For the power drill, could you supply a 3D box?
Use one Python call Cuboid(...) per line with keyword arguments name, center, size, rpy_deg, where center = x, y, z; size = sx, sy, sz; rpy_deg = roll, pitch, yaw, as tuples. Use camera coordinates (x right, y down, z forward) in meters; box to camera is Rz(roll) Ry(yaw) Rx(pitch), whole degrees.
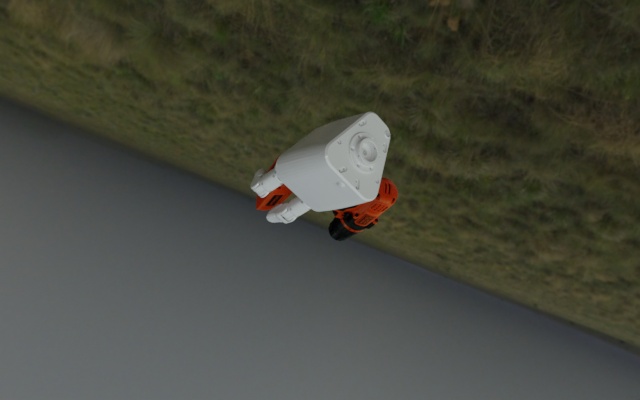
Cuboid(name="power drill", center=(0.000, 0.002, 0.742), size=(0.188, 0.057, 0.184), rpy_deg=(14, -32, -19))
